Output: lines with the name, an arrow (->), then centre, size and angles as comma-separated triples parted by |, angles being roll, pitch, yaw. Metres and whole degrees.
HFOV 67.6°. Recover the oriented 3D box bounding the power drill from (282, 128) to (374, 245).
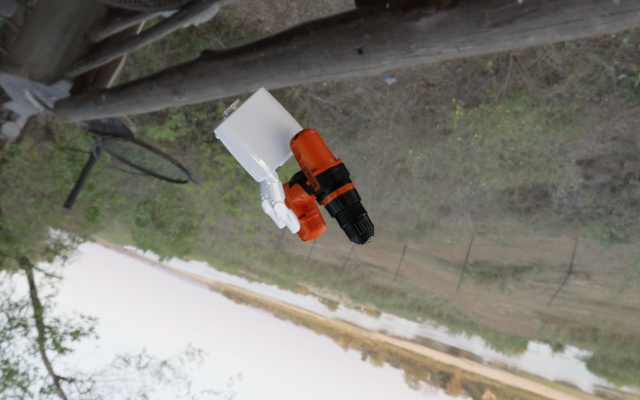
power drill -> 0.000, 0.002, 0.734 | 0.057, 0.184, 0.188 | -26, -10, -25
